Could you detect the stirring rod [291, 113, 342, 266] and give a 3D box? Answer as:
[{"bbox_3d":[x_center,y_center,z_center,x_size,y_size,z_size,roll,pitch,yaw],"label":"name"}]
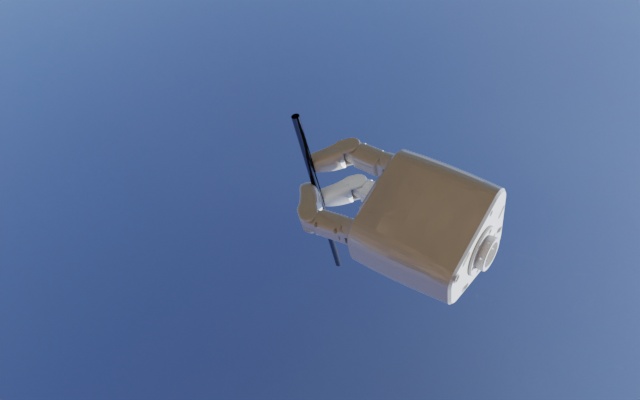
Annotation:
[{"bbox_3d":[0.000,0.002,0.530,0.011,0.011,0.240,0,-42,15],"label":"stirring rod"}]
